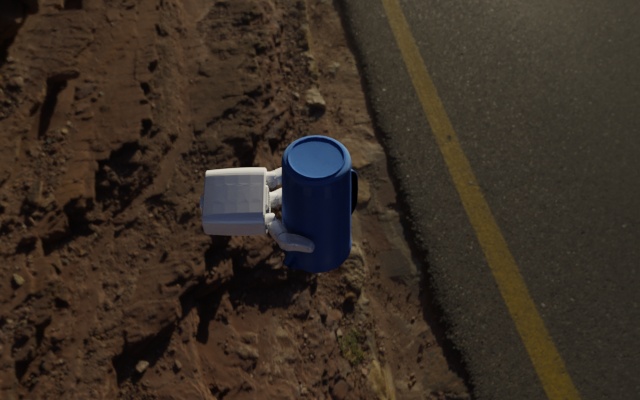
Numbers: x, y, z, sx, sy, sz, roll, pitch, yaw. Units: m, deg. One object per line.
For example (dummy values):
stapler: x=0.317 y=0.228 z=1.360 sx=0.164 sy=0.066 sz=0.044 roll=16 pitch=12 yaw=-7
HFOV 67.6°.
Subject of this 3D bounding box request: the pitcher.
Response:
pitcher: x=0.000 y=0.003 z=0.825 sx=0.145 sy=0.149 sz=0.243 roll=0 pitch=-39 yaw=-1
